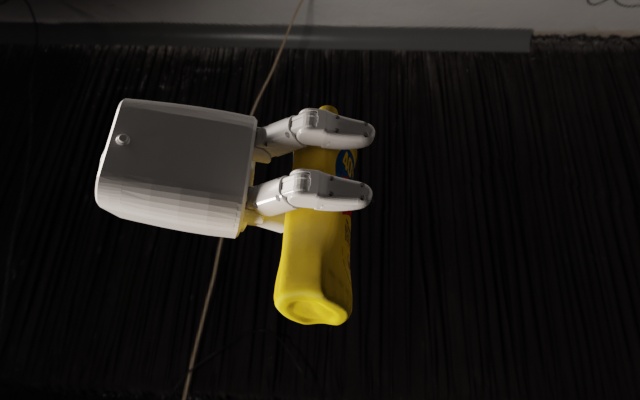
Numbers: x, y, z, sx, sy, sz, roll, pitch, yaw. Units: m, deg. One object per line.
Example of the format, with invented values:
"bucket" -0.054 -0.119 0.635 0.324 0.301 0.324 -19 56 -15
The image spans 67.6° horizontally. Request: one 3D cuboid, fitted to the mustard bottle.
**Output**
"mustard bottle" 0.000 0.002 0.405 0.058 0.191 0.096 -2 -27 11
